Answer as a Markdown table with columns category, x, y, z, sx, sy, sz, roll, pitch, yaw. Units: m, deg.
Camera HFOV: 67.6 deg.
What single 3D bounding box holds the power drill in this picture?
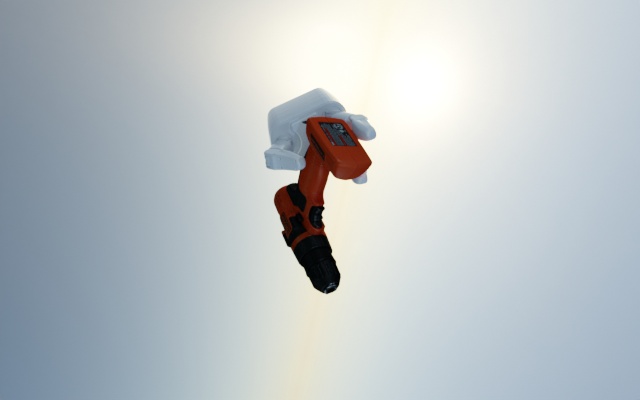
| category | x | y | z | sx | sy | sz | roll | pitch | yaw |
| --- | --- | --- | --- | --- | --- | --- | --- | --- | --- |
| power drill | 0.000 | 0.002 | 0.620 | 0.057 | 0.188 | 0.184 | -3 | 45 | -30 |
